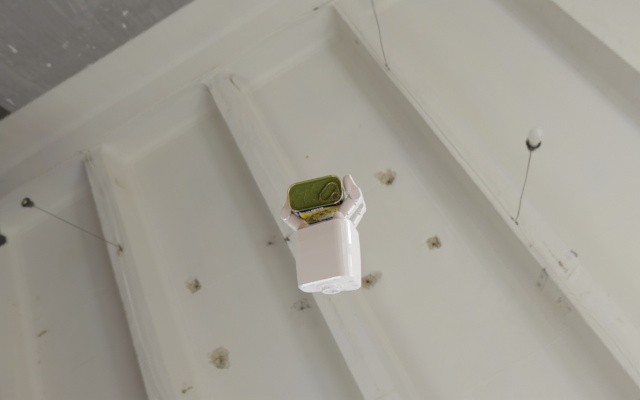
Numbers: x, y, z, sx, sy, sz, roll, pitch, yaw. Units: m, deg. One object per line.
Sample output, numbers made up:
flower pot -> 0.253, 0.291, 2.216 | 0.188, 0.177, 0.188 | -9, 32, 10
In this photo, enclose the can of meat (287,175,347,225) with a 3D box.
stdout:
can of meat -> 0.000, 0.003, 0.886 | 0.102, 0.057, 0.084 | -12, -27, 12
